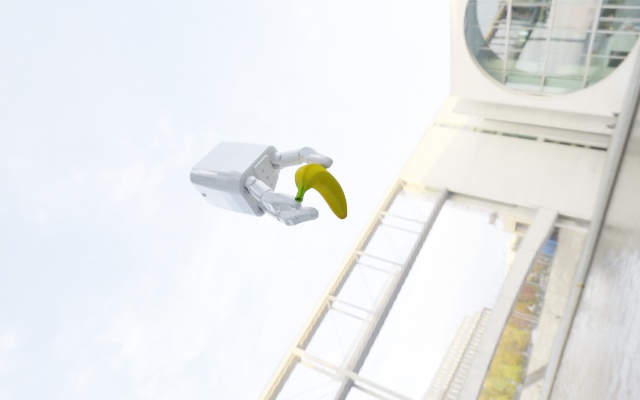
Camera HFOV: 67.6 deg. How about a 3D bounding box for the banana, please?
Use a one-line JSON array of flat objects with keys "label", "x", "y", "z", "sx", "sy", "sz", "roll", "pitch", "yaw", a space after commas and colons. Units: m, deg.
[{"label": "banana", "x": 0.002, "y": -0.016, "z": 0.744, "sx": 0.037, "sy": 0.069, "sz": 0.198, "roll": 6, "pitch": -7, "yaw": 25}]
